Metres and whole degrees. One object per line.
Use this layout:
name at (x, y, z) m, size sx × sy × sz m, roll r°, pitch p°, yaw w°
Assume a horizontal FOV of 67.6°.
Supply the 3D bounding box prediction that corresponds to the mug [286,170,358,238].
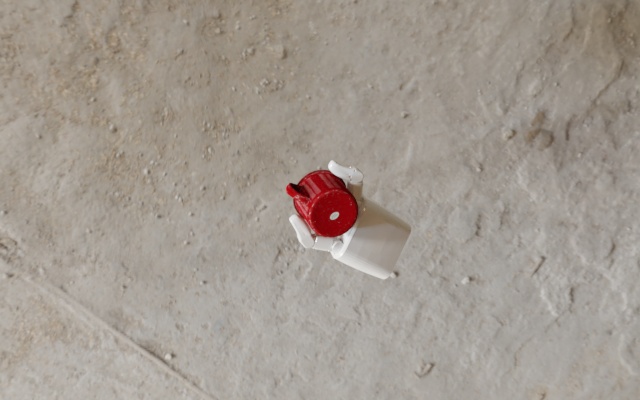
mug at (-0.001, 0.002, 0.746) m, size 0.117 × 0.093 × 0.081 m, roll 25°, pitch 12°, yaw -23°
